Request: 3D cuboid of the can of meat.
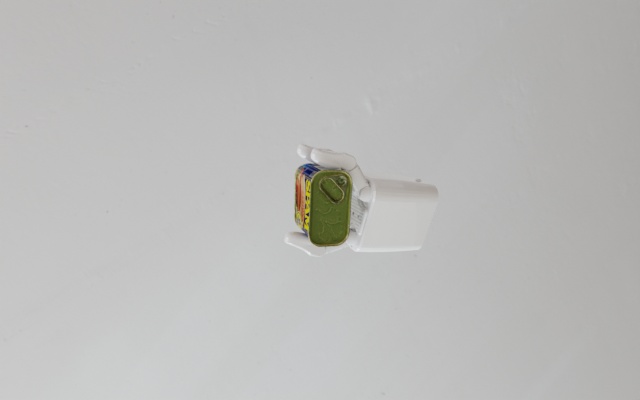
[{"bbox_3d":[0.000,0.002,0.652,0.057,0.102,0.084,-2,13,-19],"label":"can of meat"}]
